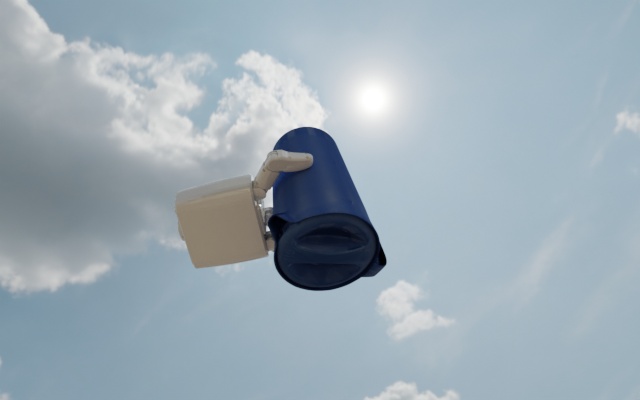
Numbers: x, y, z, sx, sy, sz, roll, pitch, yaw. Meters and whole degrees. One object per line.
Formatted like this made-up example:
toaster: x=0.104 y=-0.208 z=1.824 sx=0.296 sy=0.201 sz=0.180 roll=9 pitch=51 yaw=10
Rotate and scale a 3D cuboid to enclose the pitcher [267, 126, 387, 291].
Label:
pitcher: x=0.000 y=0.002 z=0.681 sx=0.145 sy=0.149 sz=0.242 roll=-12 pitch=39 yaw=-1
